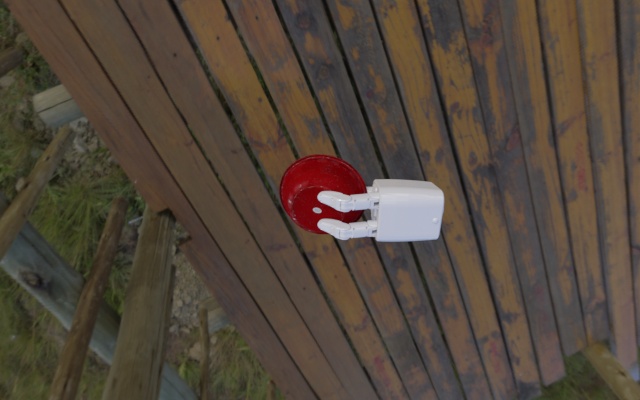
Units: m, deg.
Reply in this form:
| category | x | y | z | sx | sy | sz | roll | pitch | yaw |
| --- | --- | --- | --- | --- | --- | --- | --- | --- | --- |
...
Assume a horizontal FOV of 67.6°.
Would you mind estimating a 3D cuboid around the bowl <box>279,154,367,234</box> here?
| category | x | y | z | sx | sy | sz | roll | pitch | yaw |
| --- | --- | --- | --- | --- | --- | --- | --- | --- | --- |
| bowl | -0.001 | 0.003 | 0.840 | 0.162 | 0.162 | 0.055 | 0 | 29 | 11 |
